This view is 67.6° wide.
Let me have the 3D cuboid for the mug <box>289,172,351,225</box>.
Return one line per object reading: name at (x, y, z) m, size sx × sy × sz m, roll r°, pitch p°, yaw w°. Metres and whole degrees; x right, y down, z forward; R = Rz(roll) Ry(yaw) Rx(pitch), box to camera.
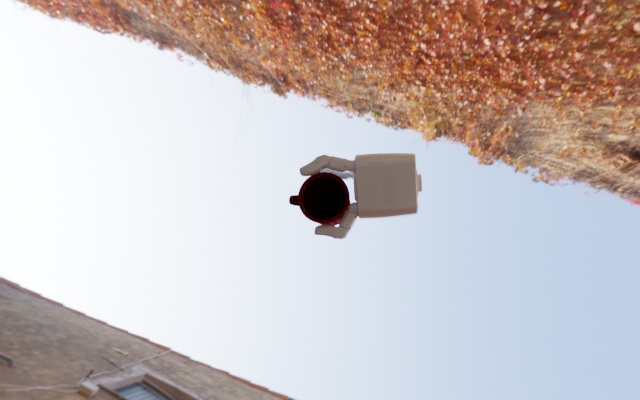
mug at (-0.001, 0.003, 0.883) m, size 0.117 × 0.093 × 0.081 m, roll -2°, pitch -12°, yaw 10°
